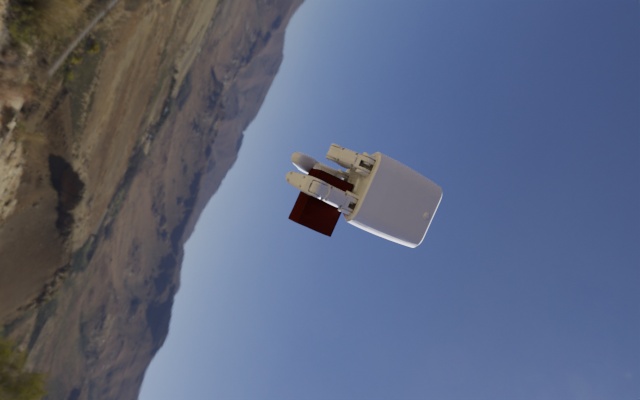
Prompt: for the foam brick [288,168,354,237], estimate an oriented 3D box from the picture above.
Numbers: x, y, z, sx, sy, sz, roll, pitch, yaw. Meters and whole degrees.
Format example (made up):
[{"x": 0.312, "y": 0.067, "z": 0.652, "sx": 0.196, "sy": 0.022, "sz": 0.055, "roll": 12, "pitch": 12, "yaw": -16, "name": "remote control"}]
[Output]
[{"x": 0.000, "y": 0.002, "z": 0.638, "sx": 0.051, "sy": 0.078, "sz": 0.053, "roll": 25, "pitch": -1, "yaw": -18, "name": "foam brick"}]
